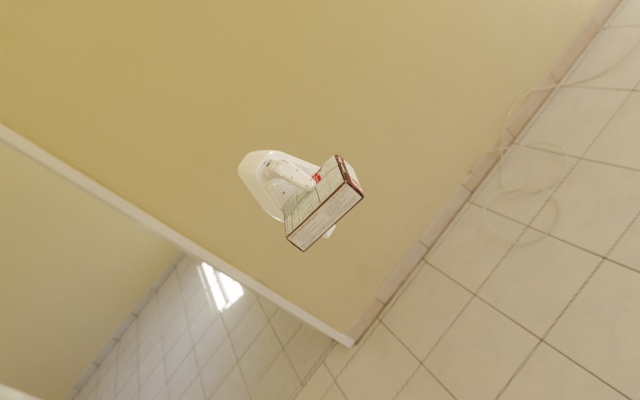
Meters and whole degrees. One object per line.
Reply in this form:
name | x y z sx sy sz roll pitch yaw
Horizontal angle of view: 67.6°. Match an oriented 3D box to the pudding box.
pudding box | 0.000 0.002 0.635 0.039 0.113 0.090 37 18 -24
